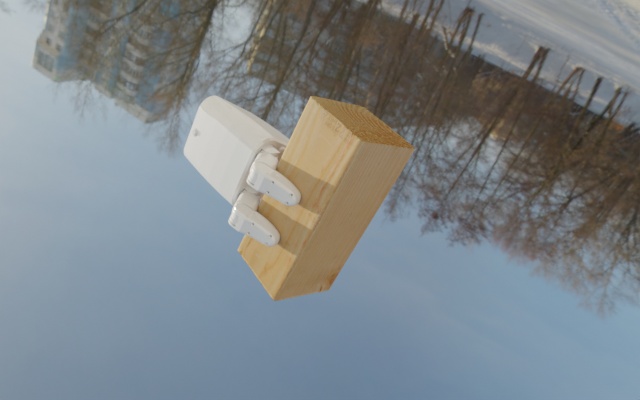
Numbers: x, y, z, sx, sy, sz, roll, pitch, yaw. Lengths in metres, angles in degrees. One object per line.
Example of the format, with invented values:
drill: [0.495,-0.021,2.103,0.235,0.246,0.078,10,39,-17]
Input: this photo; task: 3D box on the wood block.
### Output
wood block: [0.000,0.002,0.531,0.091,0.206,0.090,-1,39,-46]
